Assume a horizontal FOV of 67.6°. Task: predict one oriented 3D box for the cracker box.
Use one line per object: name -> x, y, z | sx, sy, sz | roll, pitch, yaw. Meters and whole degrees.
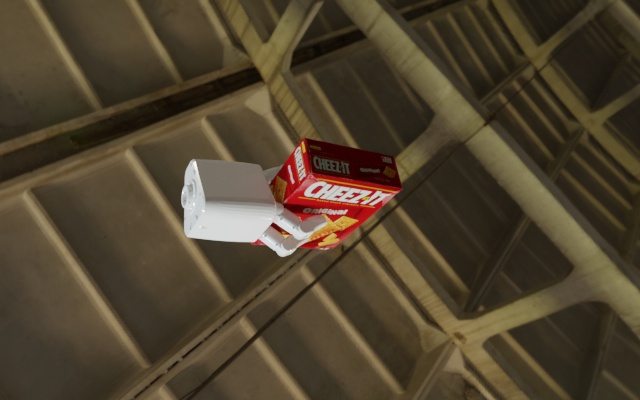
cracker box -> 0.000, 0.002, 0.762 | 0.164, 0.072, 0.214 | 7, -34, -30
